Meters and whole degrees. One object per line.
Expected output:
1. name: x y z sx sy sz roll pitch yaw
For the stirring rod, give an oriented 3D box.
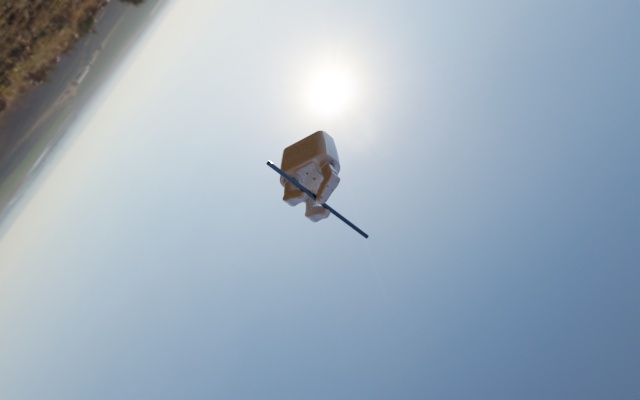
1. stirring rod: 0.000 0.003 0.836 0.239 0.011 0.011 37 -18 -26
